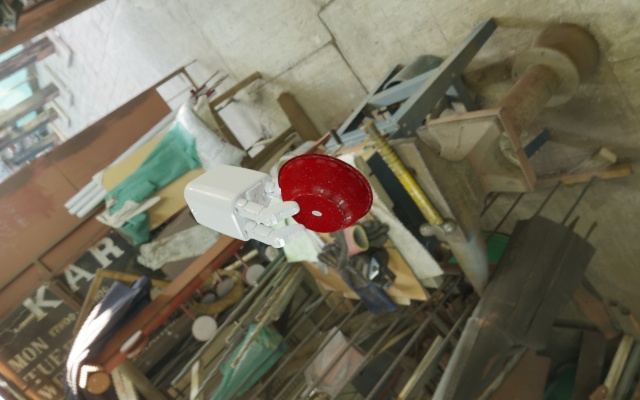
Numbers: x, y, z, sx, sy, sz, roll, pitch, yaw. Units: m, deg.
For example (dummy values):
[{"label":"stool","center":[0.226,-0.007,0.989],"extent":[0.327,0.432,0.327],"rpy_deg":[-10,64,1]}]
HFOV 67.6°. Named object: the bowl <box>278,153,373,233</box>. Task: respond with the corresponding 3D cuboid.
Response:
[{"label":"bowl","center":[0.001,0.003,0.759],"extent":[0.162,0.055,0.162],"rpy_deg":[11,-40,10]}]
